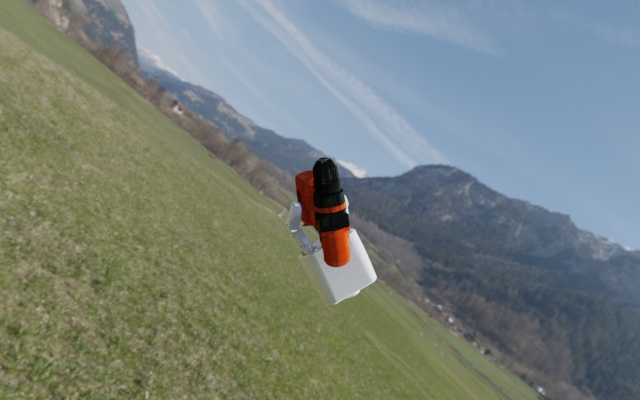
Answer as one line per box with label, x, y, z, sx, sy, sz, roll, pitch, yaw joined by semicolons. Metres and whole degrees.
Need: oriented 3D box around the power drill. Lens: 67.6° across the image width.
power drill;0.000;0.003;0.832;0.057;0.184;0.187;-10;18;-10
